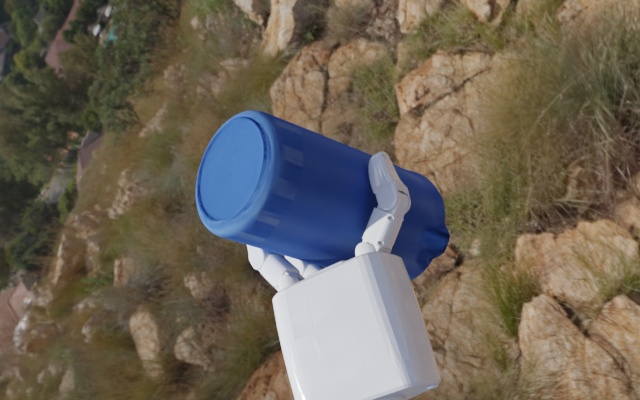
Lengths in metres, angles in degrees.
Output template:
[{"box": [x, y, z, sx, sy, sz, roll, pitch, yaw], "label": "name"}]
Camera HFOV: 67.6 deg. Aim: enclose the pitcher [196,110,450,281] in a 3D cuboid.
[{"box": [0.000, 0.002, 0.474, 0.149, 0.145, 0.243, -35, -35, 31], "label": "pitcher"}]
